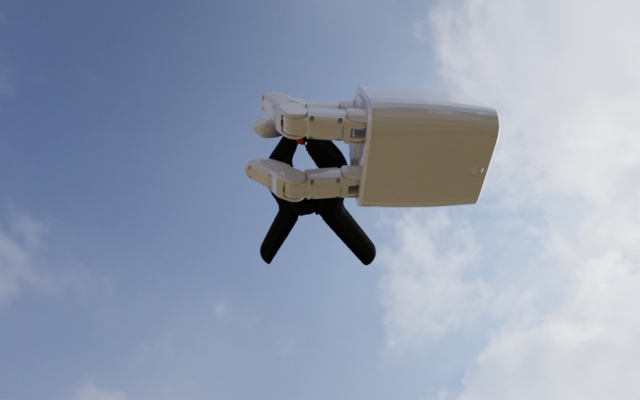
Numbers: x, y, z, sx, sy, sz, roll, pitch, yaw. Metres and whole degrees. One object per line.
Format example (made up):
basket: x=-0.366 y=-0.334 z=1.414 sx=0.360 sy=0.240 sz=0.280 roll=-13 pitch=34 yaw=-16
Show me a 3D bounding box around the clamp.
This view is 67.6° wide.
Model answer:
clamp: x=0.000 y=0.001 z=0.459 sx=0.120 sy=0.172 sz=0.039 roll=3 pitch=39 yaw=-1
